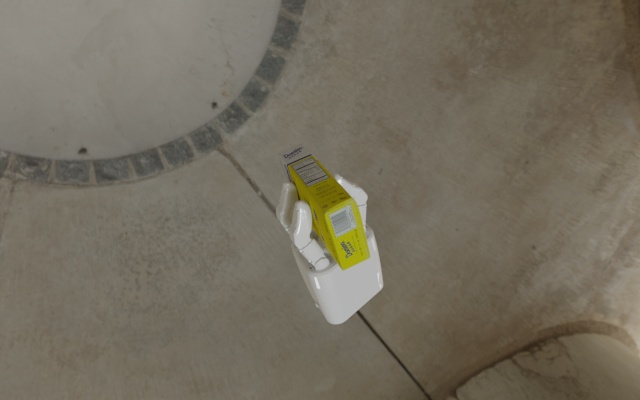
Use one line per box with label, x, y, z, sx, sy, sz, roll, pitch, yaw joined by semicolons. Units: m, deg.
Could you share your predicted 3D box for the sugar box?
sugar box;0.000;0.002;0.621;0.048;0.093;0.176;-25;34;-13
